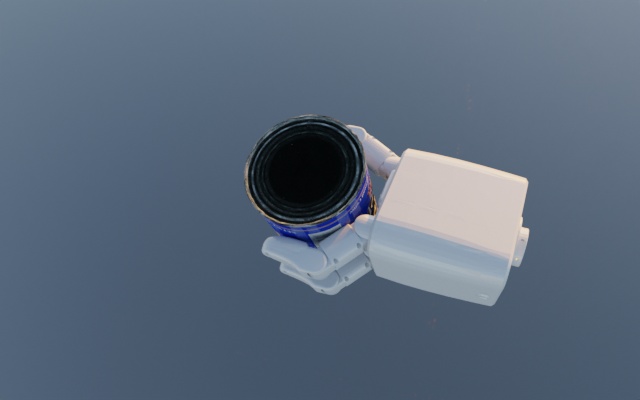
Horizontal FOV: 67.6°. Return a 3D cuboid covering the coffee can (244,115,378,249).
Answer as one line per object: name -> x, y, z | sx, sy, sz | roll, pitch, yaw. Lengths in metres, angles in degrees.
coffee can -> 0.000, 0.001, 0.449 | 0.103, 0.102, 0.140 | 0, -24, 13
